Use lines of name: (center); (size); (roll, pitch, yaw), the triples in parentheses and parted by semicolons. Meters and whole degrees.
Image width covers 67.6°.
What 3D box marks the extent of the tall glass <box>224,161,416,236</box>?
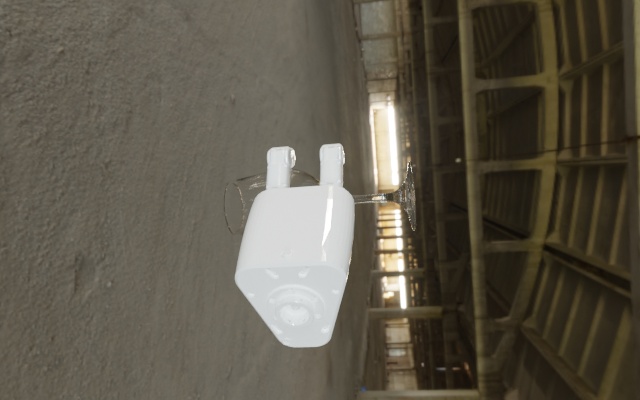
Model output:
tall glass: (0.001, 0.002, 0.523); (0.201, 0.079, 0.079); (-4, -1, 8)
